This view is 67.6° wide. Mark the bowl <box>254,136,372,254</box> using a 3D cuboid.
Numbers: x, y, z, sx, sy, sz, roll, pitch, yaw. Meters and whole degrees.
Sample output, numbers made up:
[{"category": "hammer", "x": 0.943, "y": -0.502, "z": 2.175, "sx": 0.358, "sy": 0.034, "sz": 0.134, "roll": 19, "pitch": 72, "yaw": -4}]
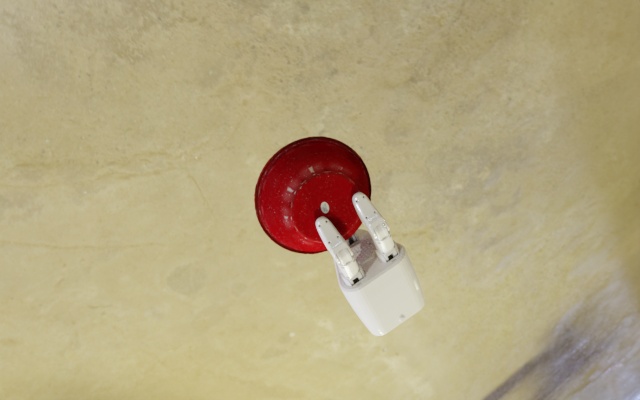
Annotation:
[{"category": "bowl", "x": -0.001, "y": 0.001, "z": 0.607, "sx": 0.162, "sy": 0.162, "sz": 0.055, "roll": 0, "pitch": 15, "yaw": -18}]
